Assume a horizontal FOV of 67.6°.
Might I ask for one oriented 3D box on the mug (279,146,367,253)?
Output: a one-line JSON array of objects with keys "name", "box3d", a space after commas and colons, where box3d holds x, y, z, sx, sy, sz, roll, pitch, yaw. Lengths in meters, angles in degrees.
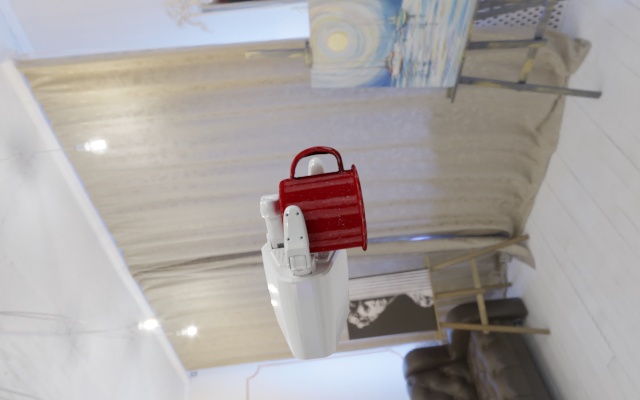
[{"name": "mug", "box3d": [0.000, 0.000, 0.500, 0.081, 0.117, 0.093, -8, 18, -1]}]
